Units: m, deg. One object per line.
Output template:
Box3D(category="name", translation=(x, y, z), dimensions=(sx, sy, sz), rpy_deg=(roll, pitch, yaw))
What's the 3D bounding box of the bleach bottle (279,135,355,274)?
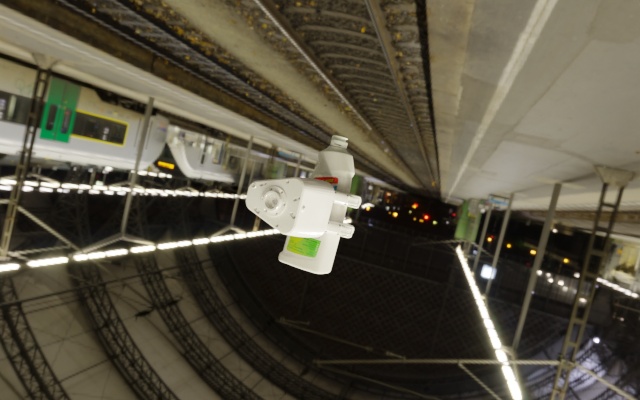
Box3D(category="bleach bottle", translation=(0.000, 0.003, 0.890), dimensions=(0.102, 0.251, 0.068), rpy_deg=(15, 3, 28))
